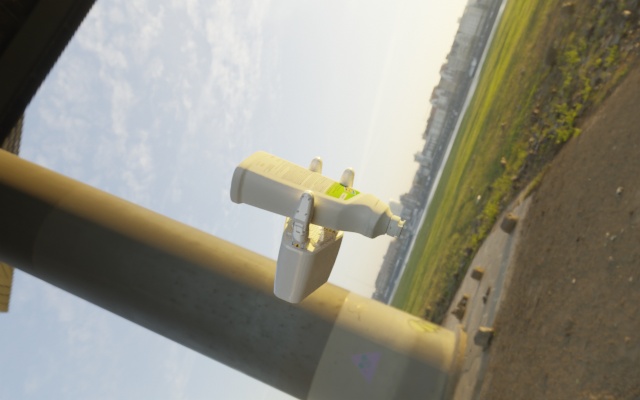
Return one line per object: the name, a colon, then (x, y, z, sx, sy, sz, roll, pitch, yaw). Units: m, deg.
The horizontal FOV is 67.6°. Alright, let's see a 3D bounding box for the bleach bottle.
bleach bottle: (0.000, 0.002, 0.708, 0.251, 0.068, 0.102, 21, 30, 11)
